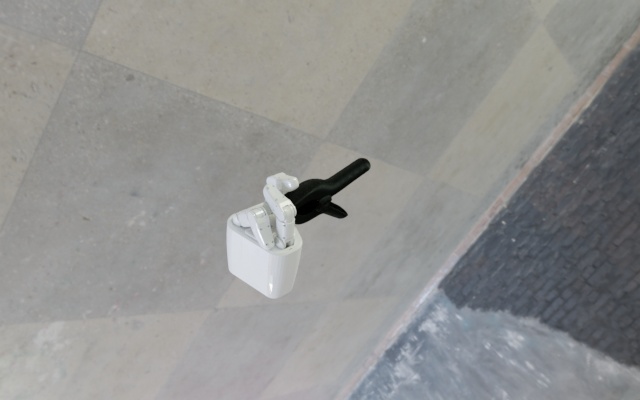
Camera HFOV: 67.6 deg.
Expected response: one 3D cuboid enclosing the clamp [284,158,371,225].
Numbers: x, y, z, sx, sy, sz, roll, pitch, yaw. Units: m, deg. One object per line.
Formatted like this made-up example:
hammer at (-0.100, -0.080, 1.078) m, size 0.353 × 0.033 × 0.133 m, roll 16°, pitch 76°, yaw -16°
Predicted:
clamp at (0.000, 0.003, 0.739) m, size 0.171 × 0.120 × 0.039 m, roll -20°, pitch 48°, yaw -32°
